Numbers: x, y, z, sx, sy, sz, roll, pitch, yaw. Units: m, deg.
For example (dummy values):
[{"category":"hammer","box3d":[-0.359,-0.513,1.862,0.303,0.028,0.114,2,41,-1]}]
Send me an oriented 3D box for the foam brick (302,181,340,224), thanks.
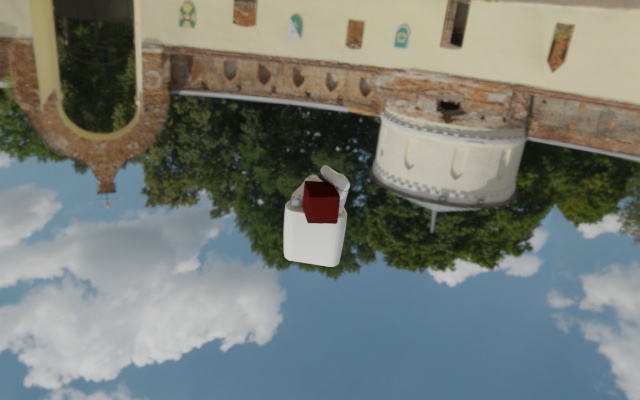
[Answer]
[{"category":"foam brick","box3d":[0.000,0.003,0.827,0.053,0.051,0.078,2,21,-10]}]
